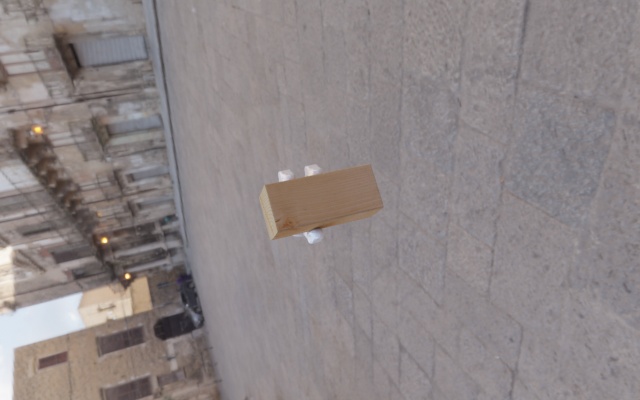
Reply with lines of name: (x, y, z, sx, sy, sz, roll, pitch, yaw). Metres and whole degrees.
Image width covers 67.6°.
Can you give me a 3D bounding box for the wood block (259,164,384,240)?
wood block: (0.000, 0.003, 0.899, 0.206, 0.091, 0.090, -13, -11, -17)
